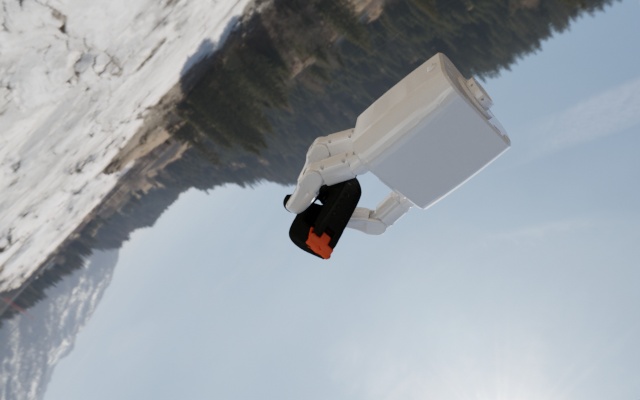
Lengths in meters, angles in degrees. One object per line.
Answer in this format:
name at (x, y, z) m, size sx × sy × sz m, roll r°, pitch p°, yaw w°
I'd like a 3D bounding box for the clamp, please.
clamp at (0.001, 0.002, 0.529) m, size 0.165 × 0.036 × 0.209 m, roll -41°, pitch 17°, yaw 28°
